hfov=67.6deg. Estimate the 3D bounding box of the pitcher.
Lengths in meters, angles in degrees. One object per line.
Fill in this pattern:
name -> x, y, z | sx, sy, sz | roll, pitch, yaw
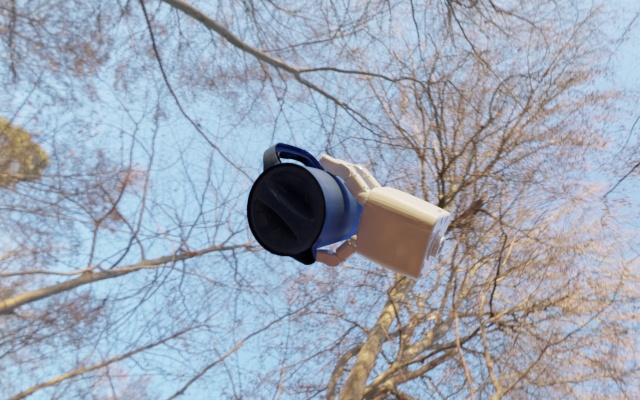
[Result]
pitcher -> 0.000, 0.003, 0.770 | 0.145, 0.149, 0.243 | 23, 11, 26
